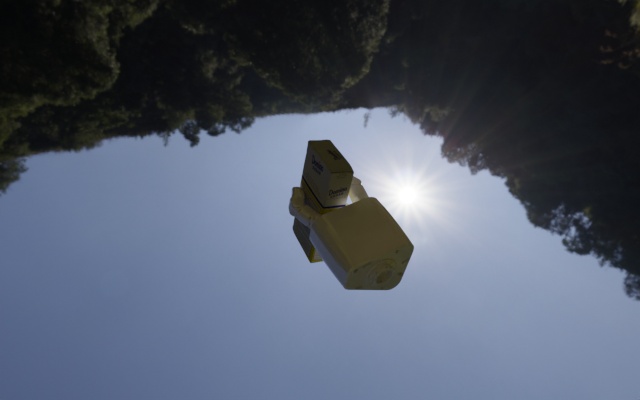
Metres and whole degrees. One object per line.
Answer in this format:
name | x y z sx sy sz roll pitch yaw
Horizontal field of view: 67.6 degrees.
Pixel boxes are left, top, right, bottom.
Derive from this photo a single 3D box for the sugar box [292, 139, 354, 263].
sugar box | 0.001 0.003 0.754 0.048 0.176 0.093 -4 39 -26
